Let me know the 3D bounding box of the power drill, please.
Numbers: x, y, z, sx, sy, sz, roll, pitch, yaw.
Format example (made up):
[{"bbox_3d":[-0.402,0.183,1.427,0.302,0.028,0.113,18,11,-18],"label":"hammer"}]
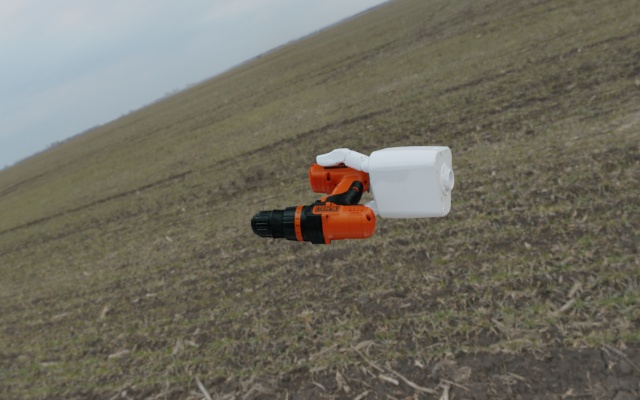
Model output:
[{"bbox_3d":[0.000,0.002,0.749,0.184,0.057,0.187,0,29,12],"label":"power drill"}]
